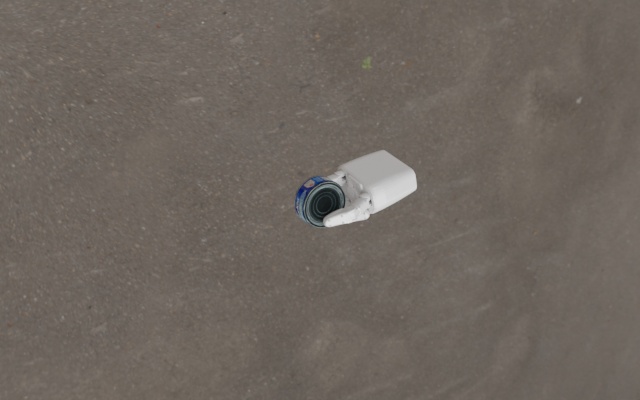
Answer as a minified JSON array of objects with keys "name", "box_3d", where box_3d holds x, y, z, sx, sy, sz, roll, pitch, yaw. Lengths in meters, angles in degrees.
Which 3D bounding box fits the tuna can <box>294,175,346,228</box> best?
[{"name":"tuna can","box_3d":[0.000,0.003,0.816,0.086,0.086,0.033,0,19,-32]}]
